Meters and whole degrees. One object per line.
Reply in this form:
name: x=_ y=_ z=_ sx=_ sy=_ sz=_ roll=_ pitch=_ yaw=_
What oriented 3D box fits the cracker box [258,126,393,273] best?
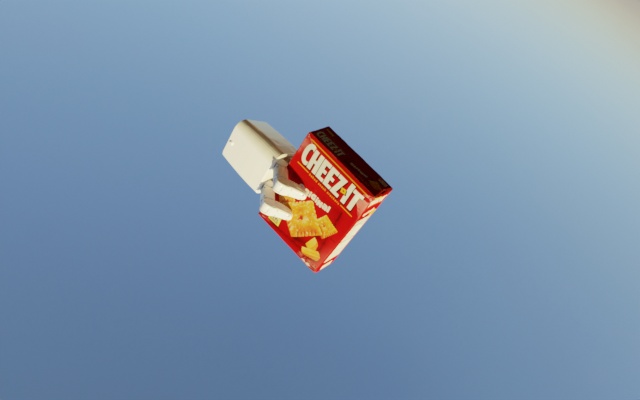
cracker box: x=0.000 y=0.003 z=0.860 sx=0.072 sy=0.164 sz=0.214 roll=-26 pitch=-23 yaw=-51
